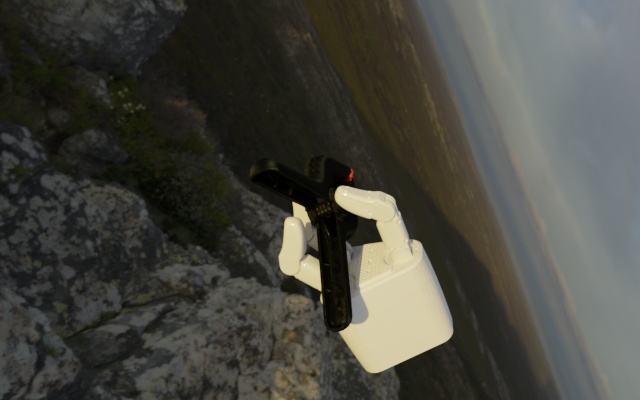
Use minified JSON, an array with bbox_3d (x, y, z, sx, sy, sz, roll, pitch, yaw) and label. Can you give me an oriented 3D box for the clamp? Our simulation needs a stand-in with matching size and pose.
[{"bbox_3d":[0.001,0.001,0.474,0.036,0.165,0.210,-19,23,20],"label":"clamp"}]
